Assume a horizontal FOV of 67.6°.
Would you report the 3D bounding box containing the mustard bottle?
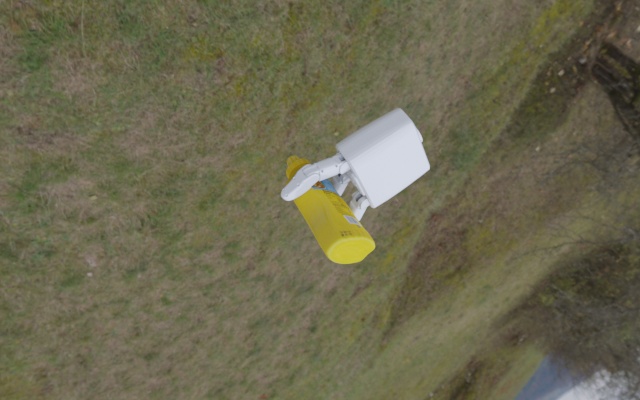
[{"bbox_3d":[0.000,0.003,0.702,0.058,0.191,0.096,-46,-34,20],"label":"mustard bottle"}]
